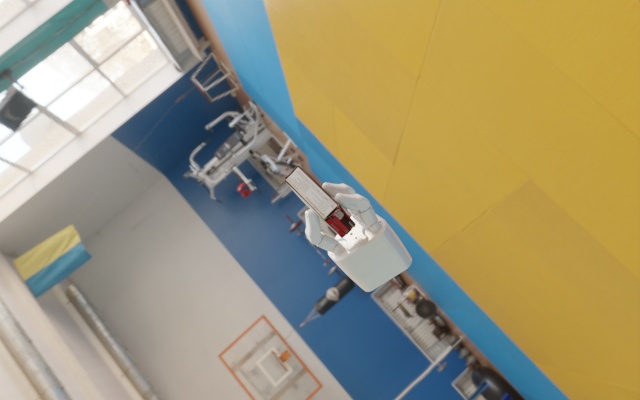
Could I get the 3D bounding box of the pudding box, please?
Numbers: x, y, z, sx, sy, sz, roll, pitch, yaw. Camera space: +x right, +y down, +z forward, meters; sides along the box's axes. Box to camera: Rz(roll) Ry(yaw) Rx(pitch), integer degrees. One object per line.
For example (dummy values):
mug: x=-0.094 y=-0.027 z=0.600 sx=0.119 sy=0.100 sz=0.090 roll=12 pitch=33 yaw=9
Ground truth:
pudding box: x=0.000 y=0.003 z=0.788 sx=0.113 sy=0.039 sz=0.090 roll=42 pitch=-3 yaw=31
